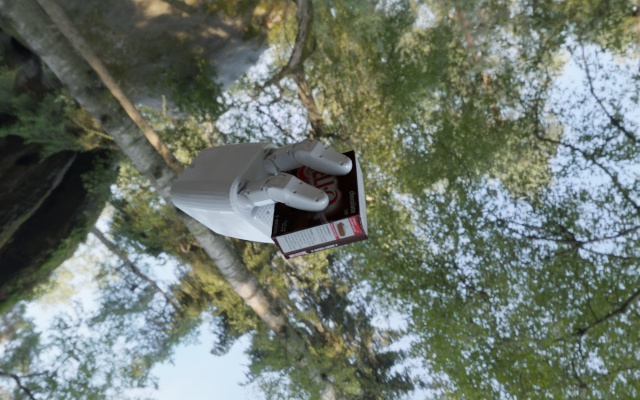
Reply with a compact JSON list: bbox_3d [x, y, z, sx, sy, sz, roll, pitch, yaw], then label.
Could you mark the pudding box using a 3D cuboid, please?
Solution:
[{"bbox_3d":[0.000,0.002,0.493,0.090,0.039,0.113,-16,39,13],"label":"pudding box"}]
